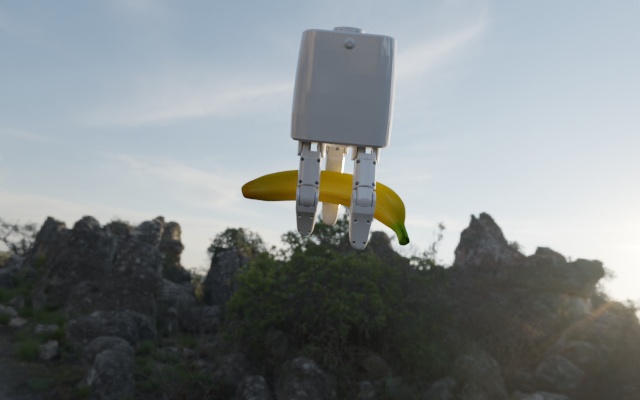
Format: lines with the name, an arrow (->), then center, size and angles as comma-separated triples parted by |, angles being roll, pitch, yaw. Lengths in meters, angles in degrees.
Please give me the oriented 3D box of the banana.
banana -> 0.011, -0.006, 0.525 | 0.198, 0.037, 0.069 | 14, 35, 20
